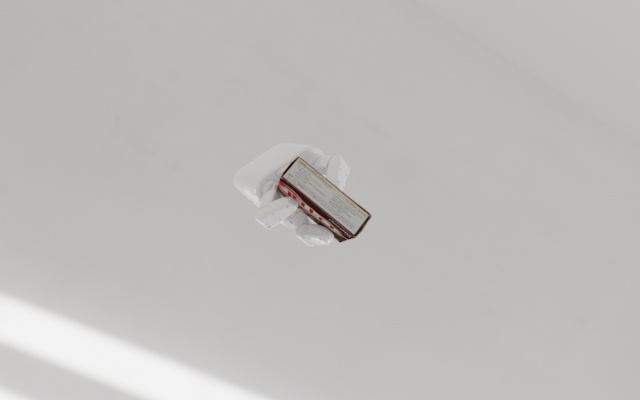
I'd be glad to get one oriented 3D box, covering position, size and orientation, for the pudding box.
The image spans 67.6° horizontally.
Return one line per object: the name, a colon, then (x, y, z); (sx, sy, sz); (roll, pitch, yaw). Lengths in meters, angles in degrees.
pudding box: (0.000, 0.002, 0.583); (0.113, 0.039, 0.090); (37, -11, -2)
